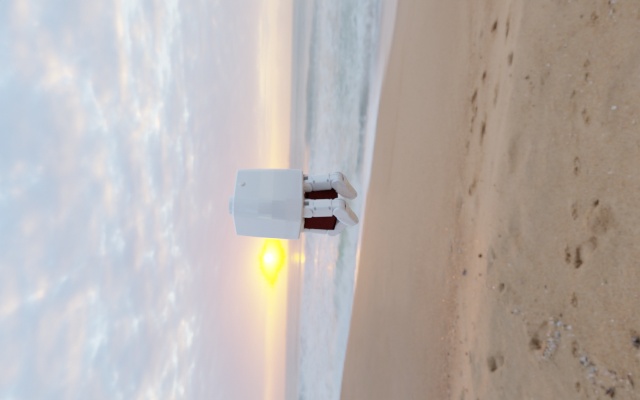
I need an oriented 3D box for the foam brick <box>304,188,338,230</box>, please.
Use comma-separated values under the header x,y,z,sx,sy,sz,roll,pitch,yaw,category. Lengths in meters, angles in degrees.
x,y,z,sx,sy,sz,roll,pitch,yaw,category
0.000,0.002,0.787,0.051,0.078,0.053,4,-44,-6,foam brick
